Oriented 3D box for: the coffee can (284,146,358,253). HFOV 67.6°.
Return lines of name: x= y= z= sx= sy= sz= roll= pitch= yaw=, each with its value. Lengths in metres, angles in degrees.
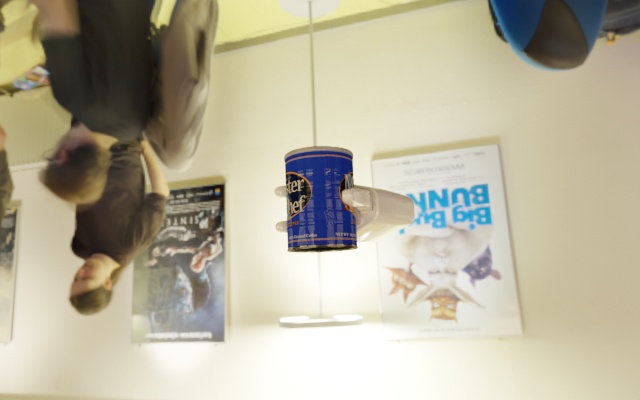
coffee can: x=0.000 y=0.002 z=0.694 sx=0.103 sy=0.140 sz=0.103 roll=-2 pitch=-10 yaw=0
